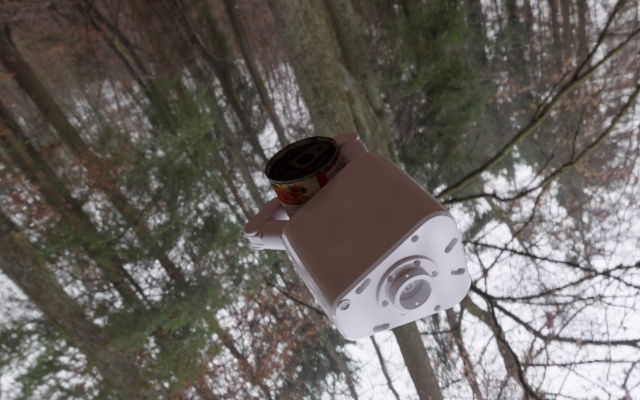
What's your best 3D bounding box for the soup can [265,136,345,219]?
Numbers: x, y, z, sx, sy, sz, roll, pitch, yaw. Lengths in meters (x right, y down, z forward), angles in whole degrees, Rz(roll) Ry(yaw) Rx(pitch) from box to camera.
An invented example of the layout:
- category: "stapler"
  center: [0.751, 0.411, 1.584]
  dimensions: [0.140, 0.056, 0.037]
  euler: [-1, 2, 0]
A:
- category: "soup can"
  center: [0.000, 0.002, 0.442]
  dimensions: [0.068, 0.102, 0.068]
  euler: [-16, 34, 11]
